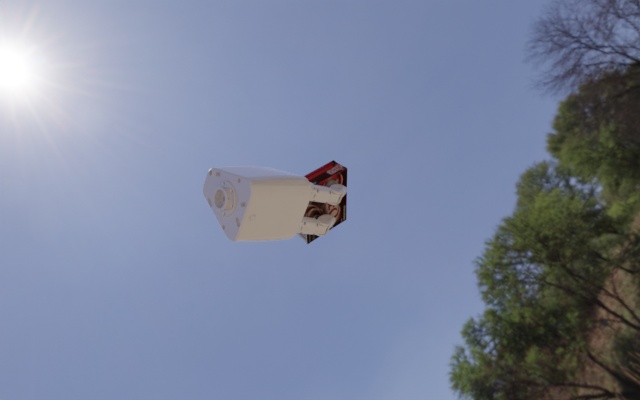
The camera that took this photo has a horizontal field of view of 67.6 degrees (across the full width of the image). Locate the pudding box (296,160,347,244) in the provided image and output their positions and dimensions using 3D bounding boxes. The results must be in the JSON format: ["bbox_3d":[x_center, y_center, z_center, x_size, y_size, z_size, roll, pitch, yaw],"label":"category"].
[{"bbox_3d":[0.000,0.002,0.772,0.090,0.114,0.039,-30,49,-29],"label":"pudding box"}]
